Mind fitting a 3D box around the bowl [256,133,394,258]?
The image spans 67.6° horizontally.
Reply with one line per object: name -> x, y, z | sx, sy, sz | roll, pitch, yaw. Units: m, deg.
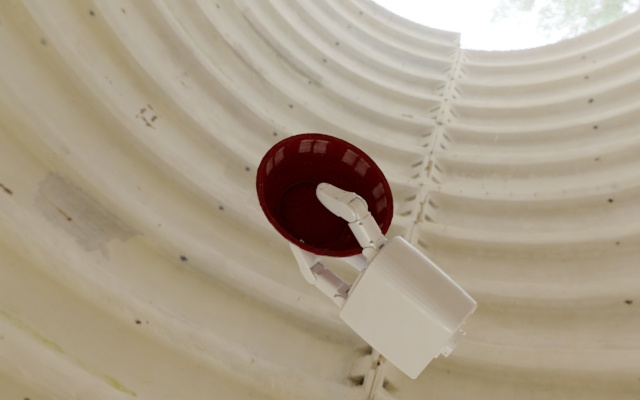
bowl -> -0.001, 0.001, 0.552 | 0.162, 0.162, 0.055 | 0, -30, -21
